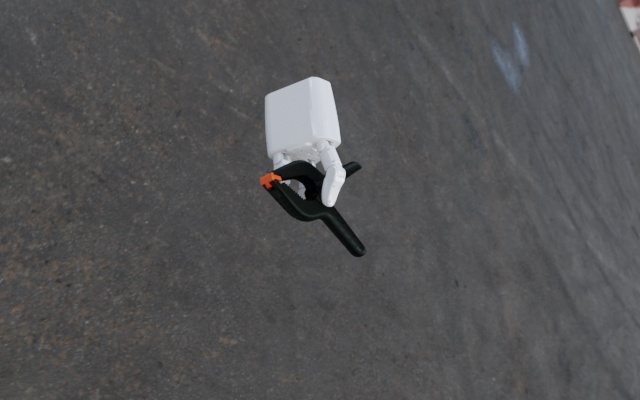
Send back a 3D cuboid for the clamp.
[{"bbox_3d":[0.000,0.002,0.729,0.210,0.164,0.036,9,-23,-44],"label":"clamp"}]
